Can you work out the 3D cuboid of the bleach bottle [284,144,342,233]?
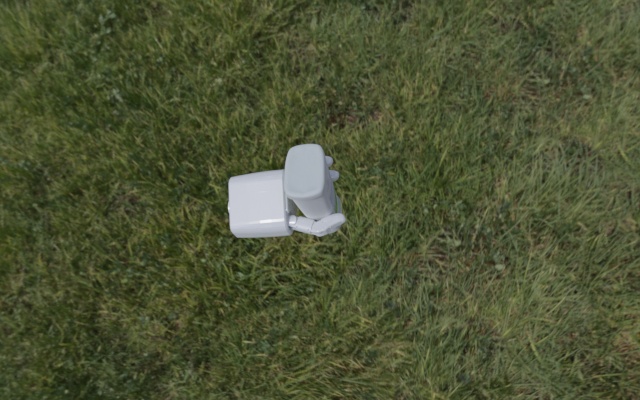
[{"bbox_3d":[0.000,0.003,0.867,0.068,0.102,0.251,-4,-27,11],"label":"bleach bottle"}]
